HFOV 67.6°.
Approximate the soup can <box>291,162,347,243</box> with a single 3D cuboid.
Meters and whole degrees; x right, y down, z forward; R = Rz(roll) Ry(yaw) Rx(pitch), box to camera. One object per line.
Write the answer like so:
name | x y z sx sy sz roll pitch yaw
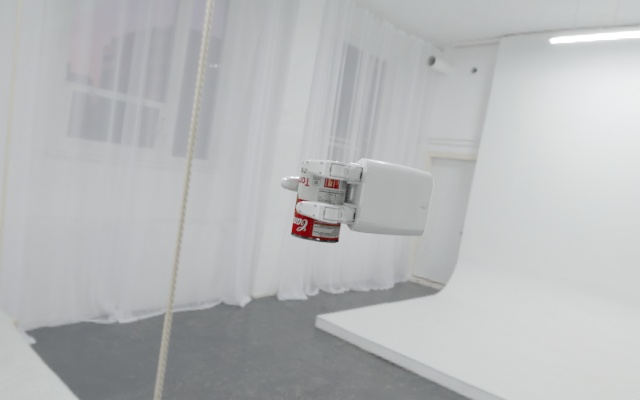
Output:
soup can | 0.000 0.002 0.658 0.068 0.102 0.068 9 3 -1
